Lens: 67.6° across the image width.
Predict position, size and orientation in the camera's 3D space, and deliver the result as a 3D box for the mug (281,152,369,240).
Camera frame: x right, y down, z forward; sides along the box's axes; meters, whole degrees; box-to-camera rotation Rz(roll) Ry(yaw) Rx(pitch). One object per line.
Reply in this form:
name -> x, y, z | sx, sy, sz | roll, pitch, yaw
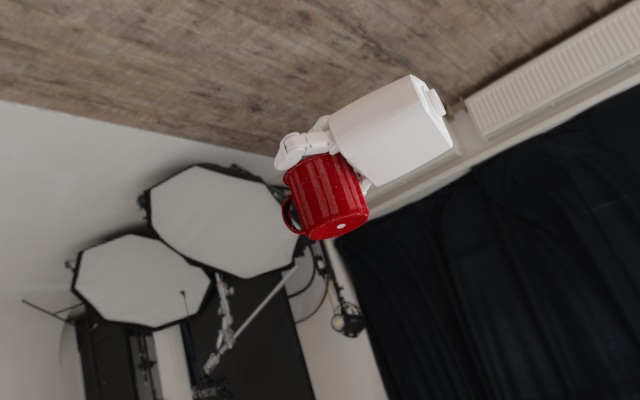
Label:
mug -> -0.001, 0.003, 0.587 | 0.117, 0.081, 0.093 | -28, -20, 25
